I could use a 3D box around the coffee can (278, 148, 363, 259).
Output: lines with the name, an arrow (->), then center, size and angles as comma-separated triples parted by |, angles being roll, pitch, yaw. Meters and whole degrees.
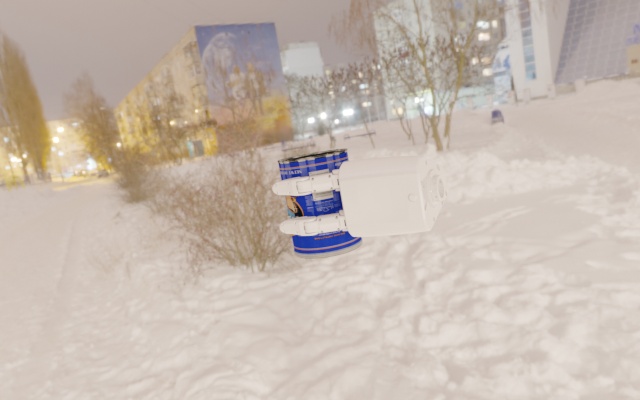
coffee can -> 0.000, 0.002, 0.694 | 0.103, 0.140, 0.103 | -10, 9, 1
